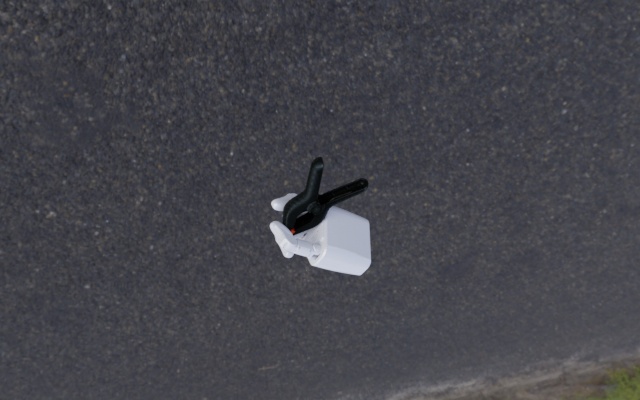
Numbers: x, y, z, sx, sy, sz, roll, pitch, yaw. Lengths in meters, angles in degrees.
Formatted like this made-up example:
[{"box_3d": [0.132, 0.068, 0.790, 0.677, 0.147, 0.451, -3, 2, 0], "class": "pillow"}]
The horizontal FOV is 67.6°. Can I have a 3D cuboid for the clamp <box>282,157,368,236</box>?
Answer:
[{"box_3d": [0.000, 0.003, 0.823, 0.120, 0.039, 0.171, 18, -51, -28], "class": "clamp"}]
